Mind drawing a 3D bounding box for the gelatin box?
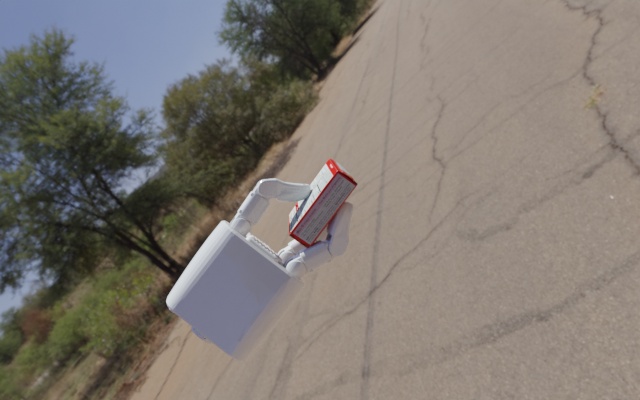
[{"bbox_3d":[0.000,0.001,0.533,0.030,0.089,0.073,34,9,-13],"label":"gelatin box"}]
